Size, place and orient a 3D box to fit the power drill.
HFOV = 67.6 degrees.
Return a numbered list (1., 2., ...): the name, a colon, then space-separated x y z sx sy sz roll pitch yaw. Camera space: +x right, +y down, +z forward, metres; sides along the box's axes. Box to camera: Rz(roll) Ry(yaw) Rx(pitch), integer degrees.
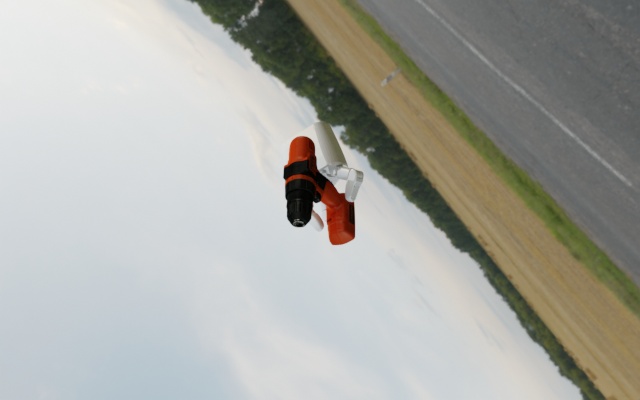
1. power drill: 0.000 0.003 0.843 0.057 0.184 0.188 -16 -41 22
